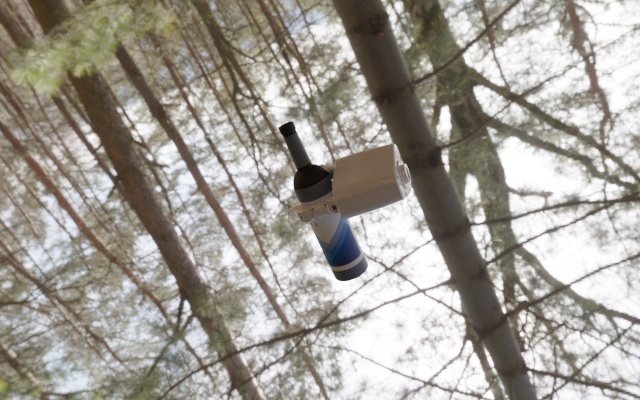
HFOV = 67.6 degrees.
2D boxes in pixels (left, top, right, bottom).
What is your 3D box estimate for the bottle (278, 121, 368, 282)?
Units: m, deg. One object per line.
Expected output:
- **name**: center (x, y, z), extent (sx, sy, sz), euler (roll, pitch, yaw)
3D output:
- **bottle**: center (0.000, 0.003, 0.826), extent (0.069, 0.296, 0.069), euler (-21, 20, 8)
